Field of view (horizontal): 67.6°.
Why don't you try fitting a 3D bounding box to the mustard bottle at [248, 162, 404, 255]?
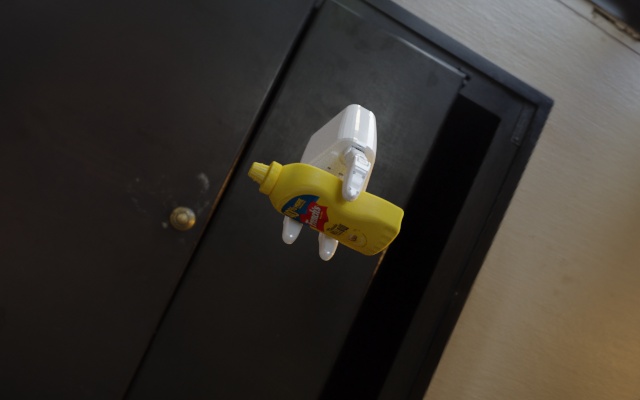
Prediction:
[{"bbox_3d":[0.000,0.002,0.597,0.191,0.058,0.096,26,-29,-12],"label":"mustard bottle"}]
